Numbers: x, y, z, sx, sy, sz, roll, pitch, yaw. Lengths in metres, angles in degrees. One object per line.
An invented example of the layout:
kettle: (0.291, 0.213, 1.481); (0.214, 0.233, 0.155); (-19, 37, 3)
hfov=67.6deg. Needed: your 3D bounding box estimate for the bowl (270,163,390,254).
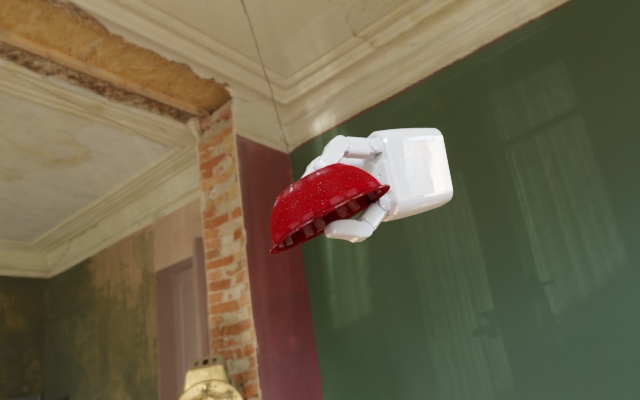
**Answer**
bowl: (-0.001, 0.002, 0.568); (0.162, 0.055, 0.162); (-29, -9, -5)
